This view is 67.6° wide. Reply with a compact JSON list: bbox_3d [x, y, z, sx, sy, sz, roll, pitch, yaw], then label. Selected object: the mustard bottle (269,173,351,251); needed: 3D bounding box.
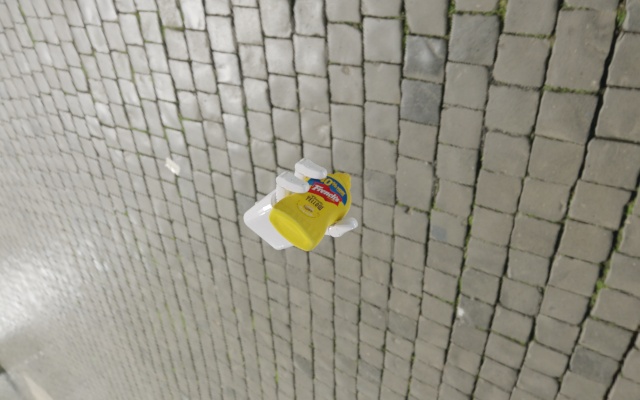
[{"bbox_3d":[0.000,0.003,0.850,0.096,0.058,0.191,37,46,10],"label":"mustard bottle"}]
